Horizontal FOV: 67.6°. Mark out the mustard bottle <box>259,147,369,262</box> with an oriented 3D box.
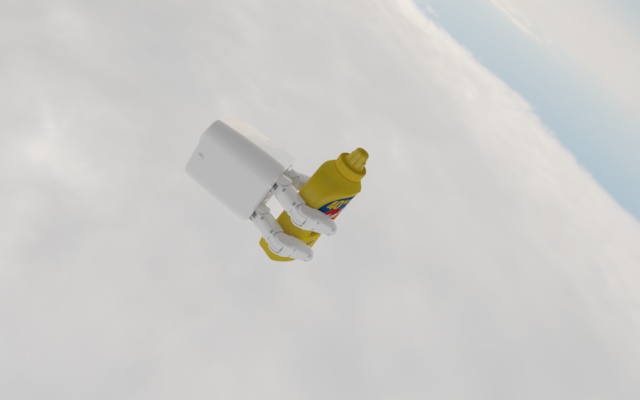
[{"bbox_3d":[0.000,0.002,0.634,0.096,0.058,0.192,-13,-31,-52],"label":"mustard bottle"}]
